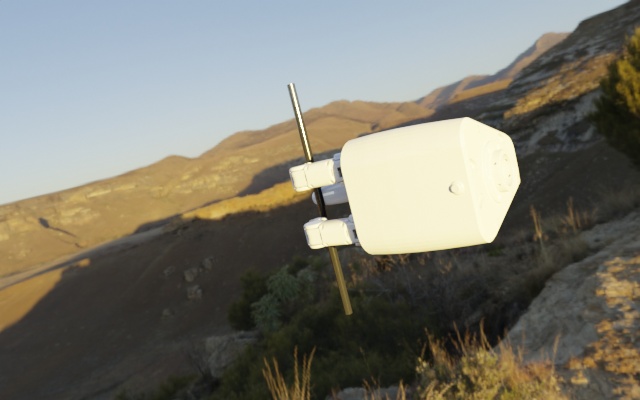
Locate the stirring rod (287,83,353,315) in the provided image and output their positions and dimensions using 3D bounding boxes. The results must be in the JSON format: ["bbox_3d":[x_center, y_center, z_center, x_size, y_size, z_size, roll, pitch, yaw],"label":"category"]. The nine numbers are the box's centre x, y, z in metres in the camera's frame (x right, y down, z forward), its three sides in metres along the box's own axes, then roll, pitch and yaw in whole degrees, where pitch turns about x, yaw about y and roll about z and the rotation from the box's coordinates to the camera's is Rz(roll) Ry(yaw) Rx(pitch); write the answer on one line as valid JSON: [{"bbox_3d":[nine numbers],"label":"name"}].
[{"bbox_3d":[0.000,0.002,0.484,0.011,0.239,0.011,-14,7,2],"label":"stirring rod"}]
